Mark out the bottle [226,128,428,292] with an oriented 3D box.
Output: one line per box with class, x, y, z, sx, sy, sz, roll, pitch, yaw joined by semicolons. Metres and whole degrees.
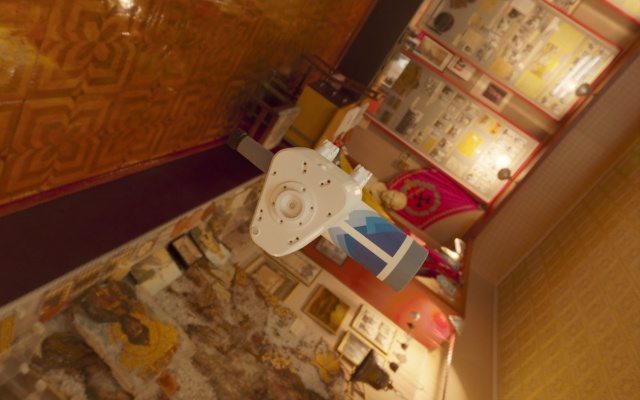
bottle;0.000;0.002;0.621;0.295;0.069;0.069;37;4;6
